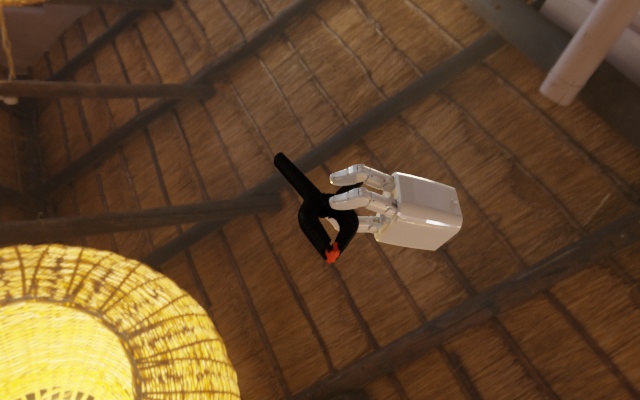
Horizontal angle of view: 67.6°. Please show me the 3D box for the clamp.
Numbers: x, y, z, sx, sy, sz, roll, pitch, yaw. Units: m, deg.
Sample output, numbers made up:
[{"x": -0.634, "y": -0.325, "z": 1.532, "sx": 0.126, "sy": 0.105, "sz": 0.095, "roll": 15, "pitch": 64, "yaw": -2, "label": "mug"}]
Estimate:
[{"x": 0.000, "y": 0.003, "z": 0.746, "sx": 0.164, "sy": 0.209, "sz": 0.036, "roll": 11, "pitch": -45, "yaw": -9, "label": "clamp"}]
